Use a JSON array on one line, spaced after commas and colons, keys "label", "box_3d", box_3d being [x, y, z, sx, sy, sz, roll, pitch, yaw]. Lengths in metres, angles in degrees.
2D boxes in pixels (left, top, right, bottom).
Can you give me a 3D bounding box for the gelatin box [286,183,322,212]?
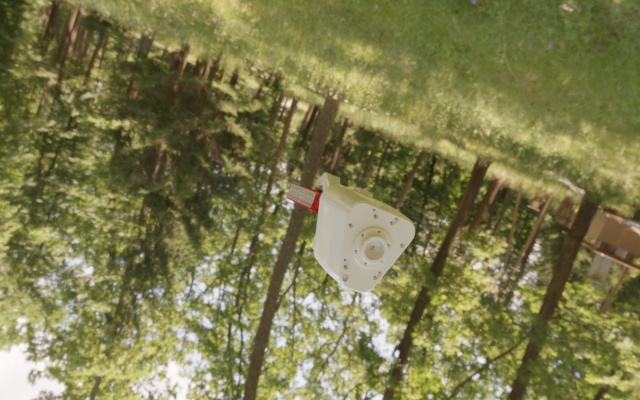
[{"label": "gelatin box", "box_3d": [0.000, 0.003, 0.725, 0.073, 0.030, 0.089, 20, 0, -31]}]
